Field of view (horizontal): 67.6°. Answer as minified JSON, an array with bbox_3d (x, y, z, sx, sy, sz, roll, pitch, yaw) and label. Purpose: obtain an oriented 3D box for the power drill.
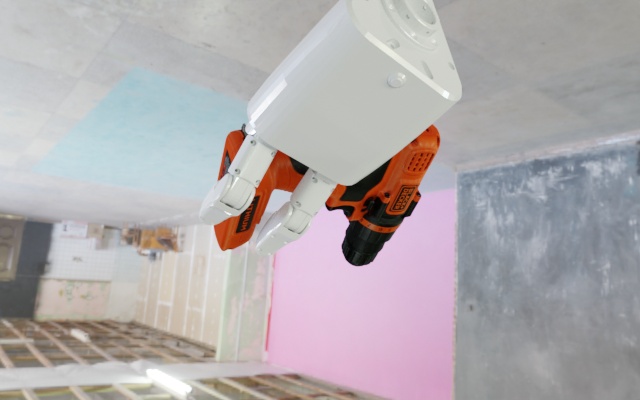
[{"bbox_3d":[0.000,0.001,0.438,0.187,0.185,0.057,-3,44,-26],"label":"power drill"}]
